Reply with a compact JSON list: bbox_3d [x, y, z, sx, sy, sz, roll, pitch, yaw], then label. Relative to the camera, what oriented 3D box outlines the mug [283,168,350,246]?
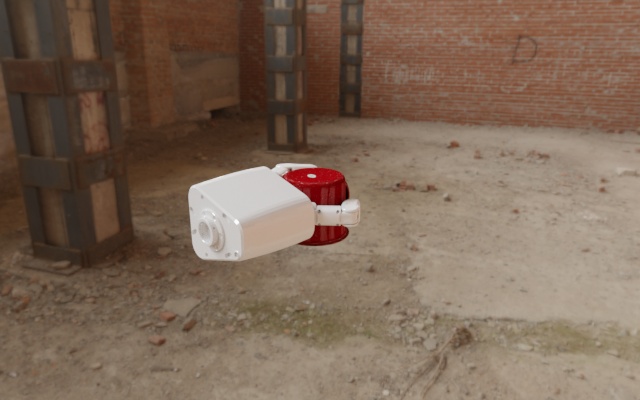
[{"bbox_3d":[0.001,0.002,0.640,0.093,0.081,0.117,17,25,40],"label":"mug"}]
